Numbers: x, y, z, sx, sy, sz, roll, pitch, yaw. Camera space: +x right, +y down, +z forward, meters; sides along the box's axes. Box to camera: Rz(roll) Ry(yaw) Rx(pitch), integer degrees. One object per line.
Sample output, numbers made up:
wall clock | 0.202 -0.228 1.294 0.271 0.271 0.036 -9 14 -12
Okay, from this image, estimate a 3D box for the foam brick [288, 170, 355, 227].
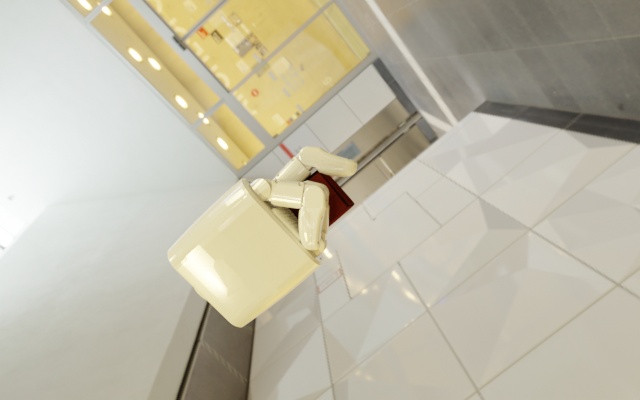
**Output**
foam brick | 0.000 0.002 0.529 0.051 0.053 0.078 -42 -5 6
